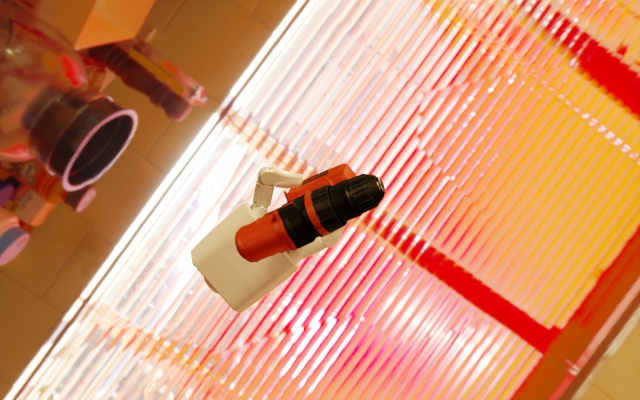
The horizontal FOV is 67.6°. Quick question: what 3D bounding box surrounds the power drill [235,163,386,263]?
[{"bbox_3d":[0.000,0.002,0.597,0.184,0.057,0.187,-23,7,17],"label":"power drill"}]
